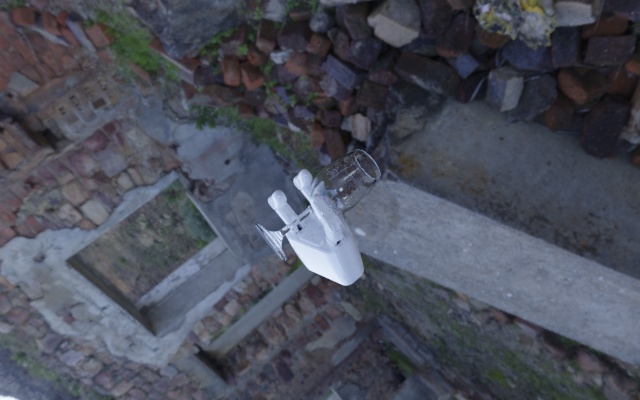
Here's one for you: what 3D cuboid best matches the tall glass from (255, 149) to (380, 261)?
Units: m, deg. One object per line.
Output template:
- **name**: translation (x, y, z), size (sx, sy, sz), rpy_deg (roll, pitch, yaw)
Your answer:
- **tall glass**: translation (0.000, 0.003, 0.741), size (0.201, 0.079, 0.079), rpy_deg (-39, 11, -14)
